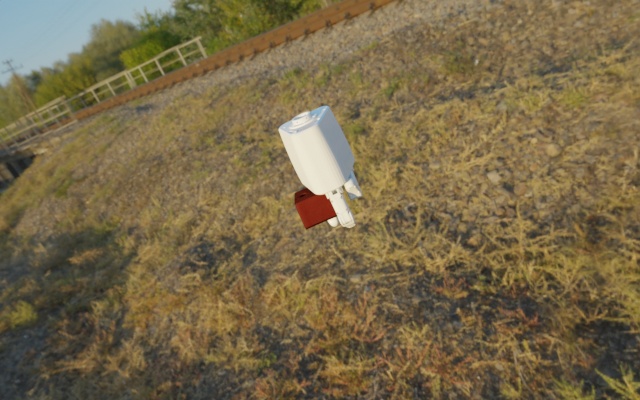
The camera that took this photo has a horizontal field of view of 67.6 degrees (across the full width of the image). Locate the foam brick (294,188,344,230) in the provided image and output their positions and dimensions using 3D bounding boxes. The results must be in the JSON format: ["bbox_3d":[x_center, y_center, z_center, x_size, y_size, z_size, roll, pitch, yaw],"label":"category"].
[{"bbox_3d":[0.000,0.003,0.800,0.078,0.051,0.053,-24,23,7],"label":"foam brick"}]
